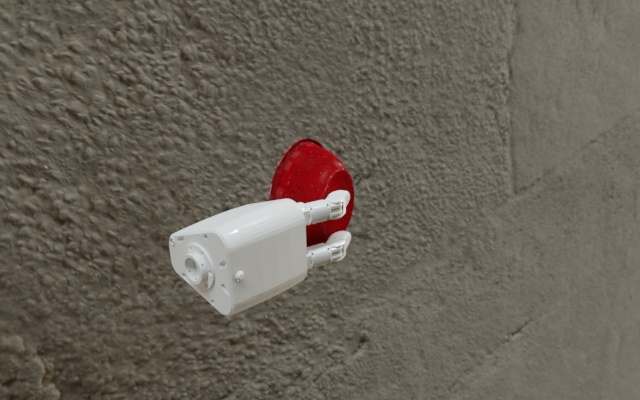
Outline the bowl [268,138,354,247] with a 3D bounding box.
[{"bbox_3d":[0.001,0.001,0.621,0.055,0.162,0.162,8,4,28],"label":"bowl"}]
